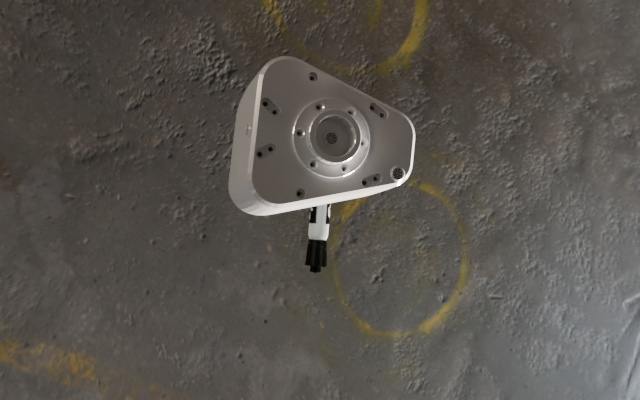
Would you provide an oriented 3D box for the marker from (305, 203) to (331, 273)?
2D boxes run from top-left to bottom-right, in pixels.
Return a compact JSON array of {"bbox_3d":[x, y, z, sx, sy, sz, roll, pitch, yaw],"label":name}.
[{"bbox_3d":[0.000,0.001,0.411,0.020,0.121,0.020,5,-3,0],"label":"marker"}]
